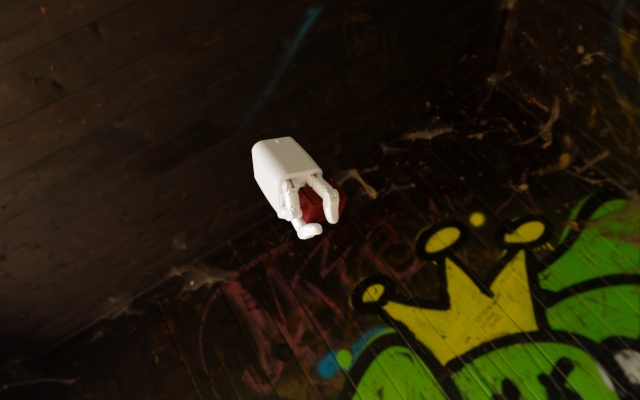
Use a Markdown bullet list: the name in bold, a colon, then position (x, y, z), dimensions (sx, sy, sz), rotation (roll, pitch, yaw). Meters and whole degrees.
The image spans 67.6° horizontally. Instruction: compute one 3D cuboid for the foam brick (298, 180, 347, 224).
- **foam brick**: position (0.000, 0.003, 0.883), dimensions (0.078, 0.053, 0.051), rotation (-14, 50, -35)
